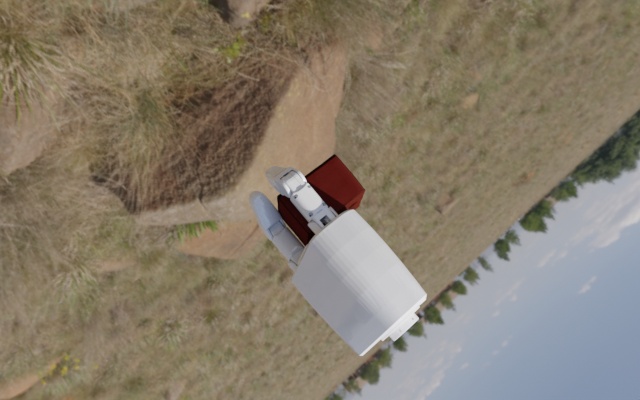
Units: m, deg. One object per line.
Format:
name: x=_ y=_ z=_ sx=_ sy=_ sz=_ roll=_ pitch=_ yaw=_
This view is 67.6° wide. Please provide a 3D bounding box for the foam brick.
foam brick: x=0.000 y=0.001 z=0.499 sx=0.078 sy=0.051 sz=0.053 roll=-38 pitch=-15 yaw=-16
